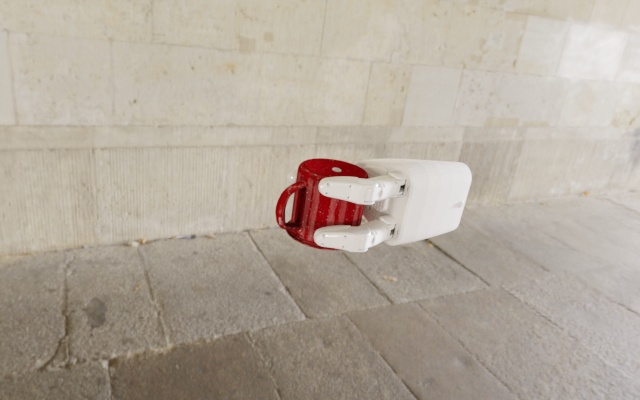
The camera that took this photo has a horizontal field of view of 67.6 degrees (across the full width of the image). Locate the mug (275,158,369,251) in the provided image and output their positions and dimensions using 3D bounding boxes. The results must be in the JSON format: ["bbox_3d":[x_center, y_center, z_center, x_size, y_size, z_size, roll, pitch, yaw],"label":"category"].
[{"bbox_3d":[-0.001,0.002,0.544,0.117,0.081,0.093,-7,26,-35],"label":"mug"}]
